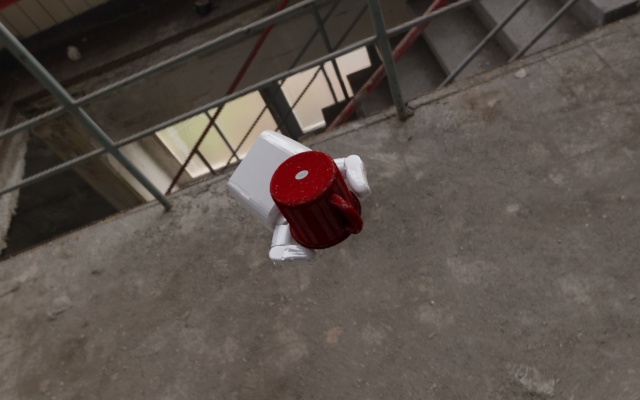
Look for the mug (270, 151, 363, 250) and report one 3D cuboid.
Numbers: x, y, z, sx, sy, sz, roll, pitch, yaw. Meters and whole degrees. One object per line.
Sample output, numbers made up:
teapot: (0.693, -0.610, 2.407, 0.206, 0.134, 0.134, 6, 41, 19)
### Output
mug: (0.001, 0.002, 0.546, 0.117, 0.093, 0.082, 32, -19, 39)
